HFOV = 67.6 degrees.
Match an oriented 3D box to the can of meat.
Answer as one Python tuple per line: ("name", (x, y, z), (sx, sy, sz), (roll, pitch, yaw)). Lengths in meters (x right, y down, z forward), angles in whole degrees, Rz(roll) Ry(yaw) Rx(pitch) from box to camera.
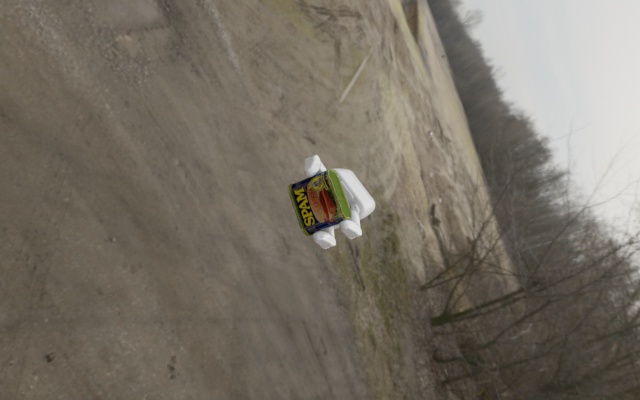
("can of meat", (0.000, 0.003, 0.859), (0.084, 0.102, 0.057), (-21, -6, 20))
